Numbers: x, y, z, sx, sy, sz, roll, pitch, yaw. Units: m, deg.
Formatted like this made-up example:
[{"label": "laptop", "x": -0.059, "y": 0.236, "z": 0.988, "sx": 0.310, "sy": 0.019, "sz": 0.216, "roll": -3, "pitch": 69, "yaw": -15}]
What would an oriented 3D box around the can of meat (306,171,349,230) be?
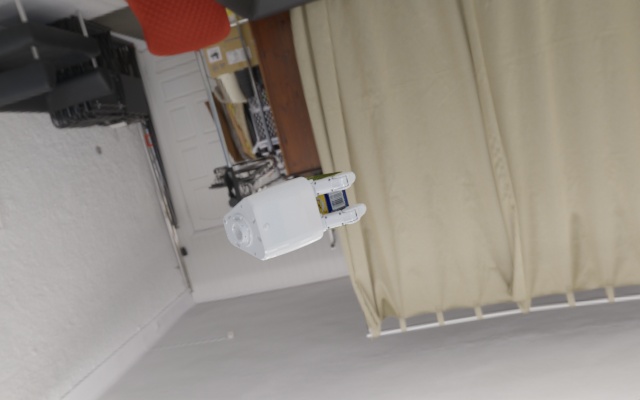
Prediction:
[{"label": "can of meat", "x": 0.000, "y": 0.003, "z": 0.783, "sx": 0.057, "sy": 0.084, "sz": 0.102, "roll": -20, "pitch": 9, "yaw": -39}]
